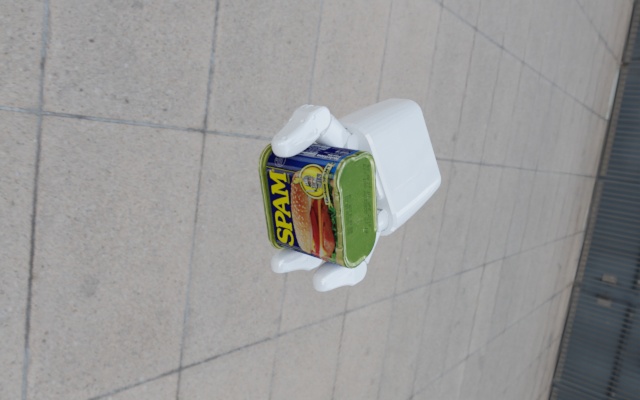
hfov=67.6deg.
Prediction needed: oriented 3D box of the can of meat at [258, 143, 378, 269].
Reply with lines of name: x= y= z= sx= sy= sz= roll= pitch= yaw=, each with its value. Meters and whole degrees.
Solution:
can of meat: x=0.000 y=0.001 z=0.409 sx=0.084 sy=0.102 sz=0.057 roll=13 pitch=29 yaw=36
